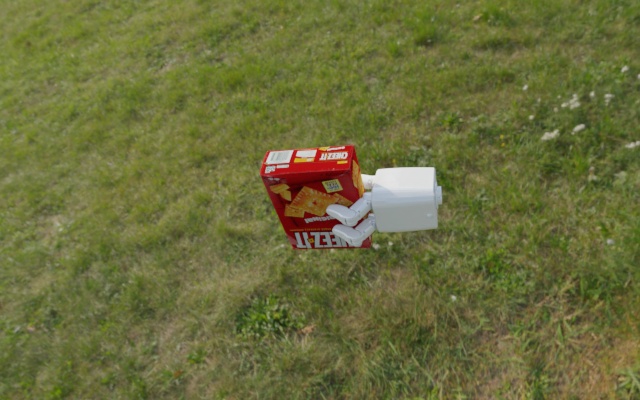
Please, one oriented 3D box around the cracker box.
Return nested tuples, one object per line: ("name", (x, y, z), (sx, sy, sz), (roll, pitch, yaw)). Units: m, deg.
("cracker box", (0.000, 0.003, 0.884), (0.164, 0.072, 0.214), (-2, -44, 17))
